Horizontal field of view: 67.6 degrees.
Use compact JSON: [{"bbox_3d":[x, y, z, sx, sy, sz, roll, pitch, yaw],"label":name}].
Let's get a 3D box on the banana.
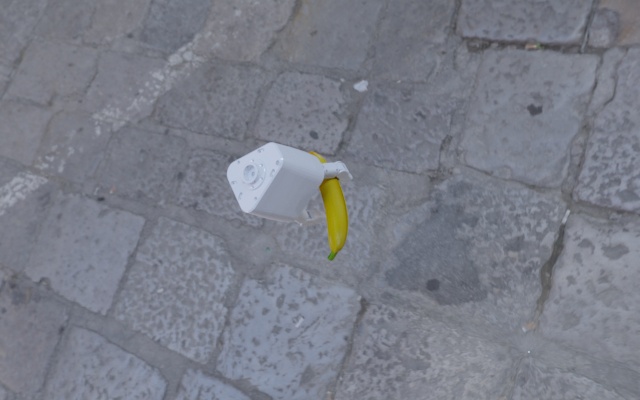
[{"bbox_3d":[0.013,0.001,0.820,0.037,0.197,0.069,0,-14,-44],"label":"banana"}]
